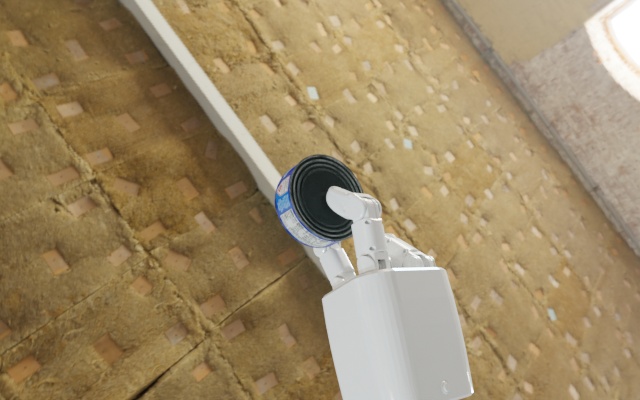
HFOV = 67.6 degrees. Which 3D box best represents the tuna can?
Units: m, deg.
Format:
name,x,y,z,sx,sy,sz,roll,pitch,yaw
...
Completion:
name,x,y,z,sx,sy,sz,roll,pitch,yaw
tuna can,0.000,0.002,0.457,0.086,0.086,0.034,0,-19,-35
